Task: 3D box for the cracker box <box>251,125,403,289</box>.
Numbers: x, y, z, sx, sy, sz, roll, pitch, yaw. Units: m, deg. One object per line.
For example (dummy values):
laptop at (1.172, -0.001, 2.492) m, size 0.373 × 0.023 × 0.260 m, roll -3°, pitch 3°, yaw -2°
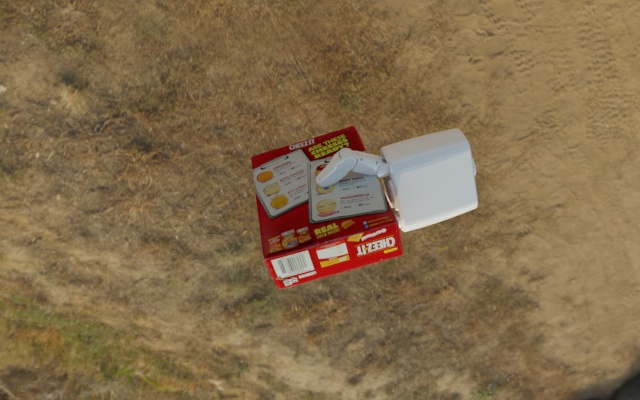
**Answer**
cracker box at (0.000, 0.002, 0.646) m, size 0.164 × 0.072 × 0.213 m, roll -16°, pitch 41°, yaw 0°
